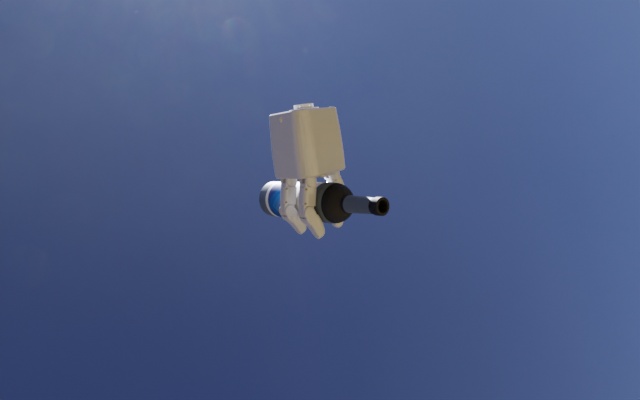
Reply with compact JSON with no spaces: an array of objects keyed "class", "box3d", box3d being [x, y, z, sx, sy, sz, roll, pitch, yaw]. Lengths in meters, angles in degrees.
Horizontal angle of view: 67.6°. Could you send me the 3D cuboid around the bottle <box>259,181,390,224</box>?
[{"class":"bottle","box3d":[0.000,0.003,0.798,0.069,0.069,0.295,0,2,-37]}]
